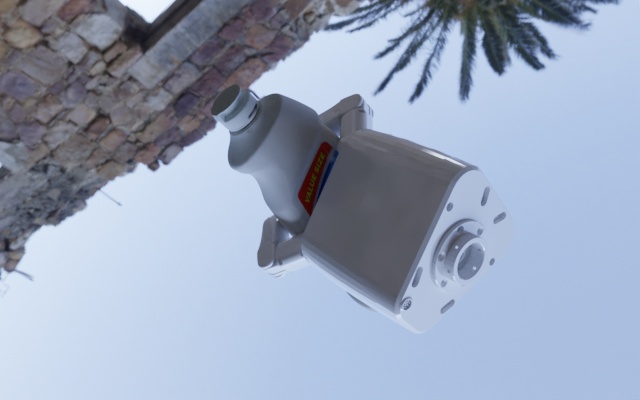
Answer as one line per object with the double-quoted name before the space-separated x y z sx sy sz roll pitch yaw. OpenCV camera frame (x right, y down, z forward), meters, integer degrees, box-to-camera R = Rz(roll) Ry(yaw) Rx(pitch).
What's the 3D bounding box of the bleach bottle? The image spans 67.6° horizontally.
"bleach bottle" 0.000 0.001 0.415 0.251 0.102 0.068 42 -8 -38
